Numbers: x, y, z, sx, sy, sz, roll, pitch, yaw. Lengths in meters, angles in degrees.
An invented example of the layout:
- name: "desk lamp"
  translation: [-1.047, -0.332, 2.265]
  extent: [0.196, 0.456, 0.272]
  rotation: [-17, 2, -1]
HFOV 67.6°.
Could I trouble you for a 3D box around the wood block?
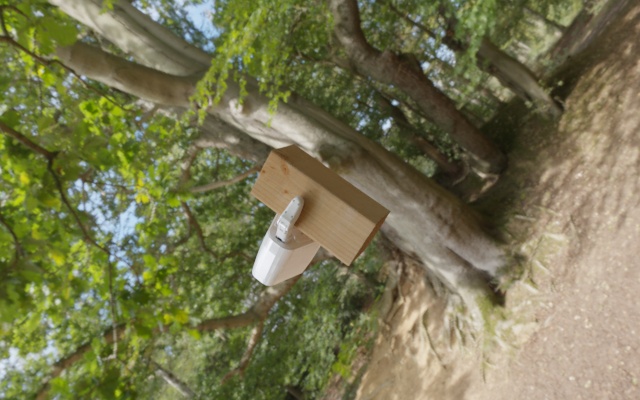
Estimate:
- name: "wood block"
  translation: [0.000, 0.003, 0.798]
  extent: [0.206, 0.090, 0.091]
  rotation: [35, 24, 11]
